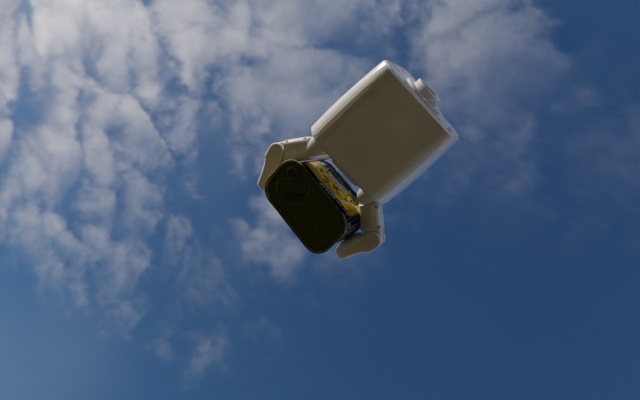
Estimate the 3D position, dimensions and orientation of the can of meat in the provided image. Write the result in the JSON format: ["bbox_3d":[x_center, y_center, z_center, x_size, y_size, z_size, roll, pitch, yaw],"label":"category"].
[{"bbox_3d":[0.000,0.002,0.535,0.057,0.102,0.084,-45,-12,23],"label":"can of meat"}]
